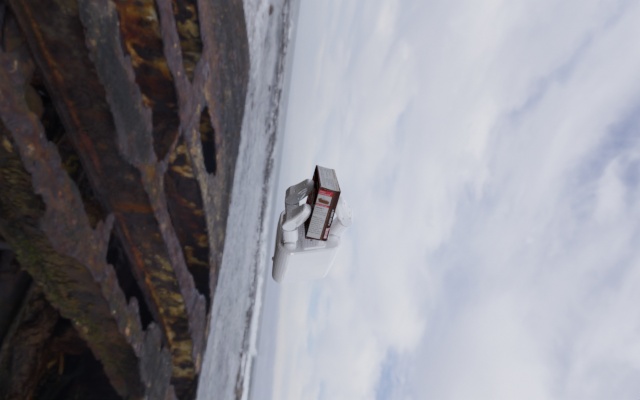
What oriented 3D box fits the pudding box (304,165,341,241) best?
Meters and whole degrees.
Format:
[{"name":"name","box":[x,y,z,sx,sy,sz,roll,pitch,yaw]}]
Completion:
[{"name":"pudding box","box":[0.000,0.003,0.771,0.039,0.090,0.113,11,20,-10]}]
